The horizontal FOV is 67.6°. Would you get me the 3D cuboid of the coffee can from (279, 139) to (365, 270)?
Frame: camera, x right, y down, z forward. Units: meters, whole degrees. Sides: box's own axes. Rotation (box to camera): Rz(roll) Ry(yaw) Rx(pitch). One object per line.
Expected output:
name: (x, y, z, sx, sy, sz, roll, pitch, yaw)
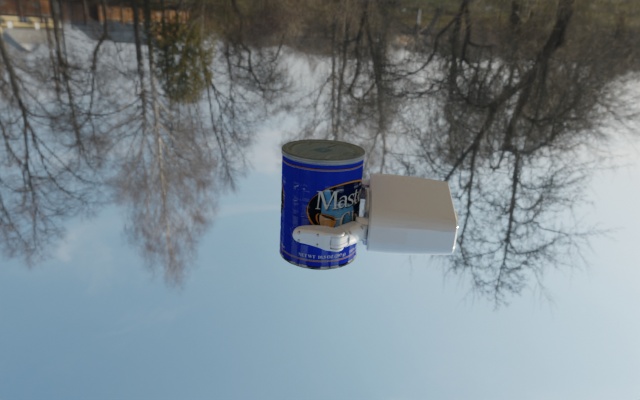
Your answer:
coffee can: (0.000, 0.002, 0.606, 0.103, 0.140, 0.102, 3, 20, -1)
